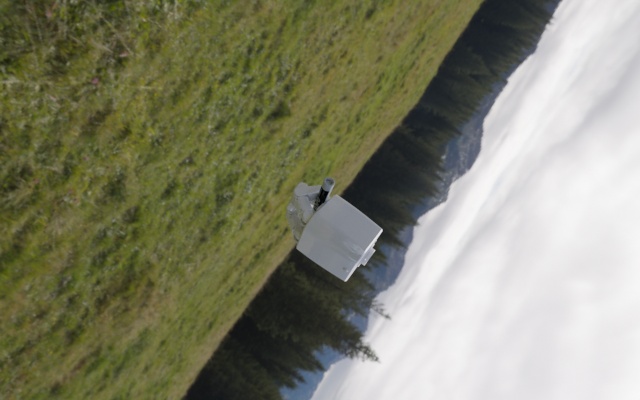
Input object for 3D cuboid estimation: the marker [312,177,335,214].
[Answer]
[{"bbox_3d":[0.000,0.003,0.825,0.020,0.020,0.121,0,-34,-17],"label":"marker"}]
